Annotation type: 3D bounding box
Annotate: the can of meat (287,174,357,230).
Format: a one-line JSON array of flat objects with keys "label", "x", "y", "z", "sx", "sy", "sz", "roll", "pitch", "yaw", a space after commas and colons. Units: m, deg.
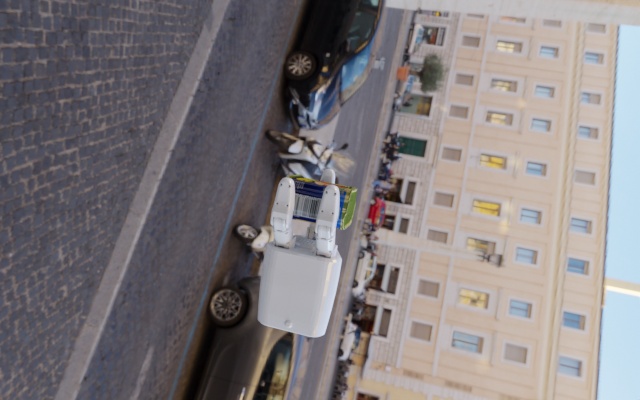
[{"label": "can of meat", "x": 0.000, "y": 0.002, "z": 0.623, "sx": 0.084, "sy": 0.057, "sz": 0.102, "roll": 12, "pitch": 6, "yaw": 10}]
